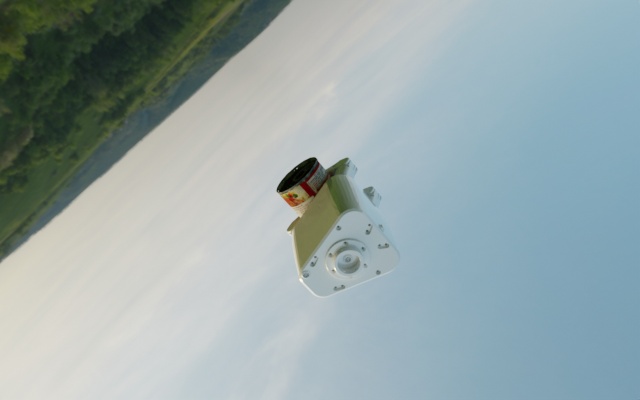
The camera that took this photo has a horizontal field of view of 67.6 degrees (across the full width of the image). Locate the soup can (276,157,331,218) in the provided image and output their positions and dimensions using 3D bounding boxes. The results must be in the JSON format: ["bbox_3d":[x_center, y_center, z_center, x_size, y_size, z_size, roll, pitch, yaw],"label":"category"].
[{"bbox_3d":[0.000,0.002,0.633,0.068,0.102,0.068,-36,21,16],"label":"soup can"}]
